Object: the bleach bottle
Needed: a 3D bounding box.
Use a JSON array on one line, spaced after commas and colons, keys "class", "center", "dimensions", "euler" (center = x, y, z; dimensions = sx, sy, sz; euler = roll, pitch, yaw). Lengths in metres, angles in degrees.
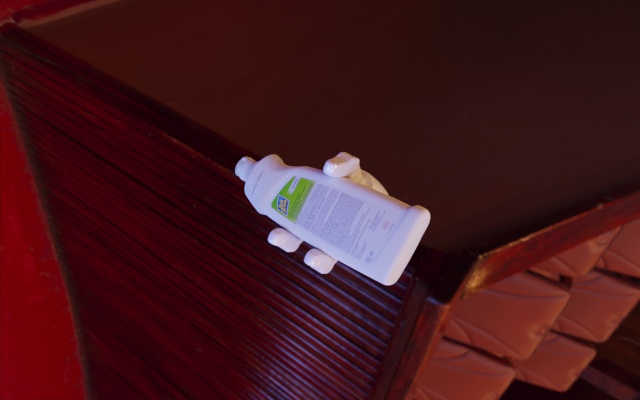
[{"class": "bleach bottle", "center": [0.000, 0.002, 0.593], "dimensions": [0.250, 0.102, 0.068], "euler": [29, 0, 23]}]
